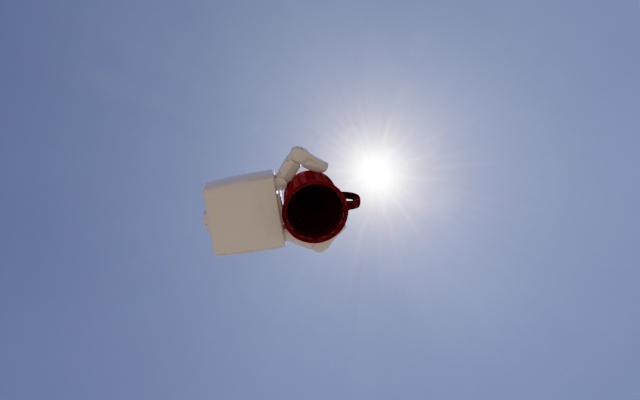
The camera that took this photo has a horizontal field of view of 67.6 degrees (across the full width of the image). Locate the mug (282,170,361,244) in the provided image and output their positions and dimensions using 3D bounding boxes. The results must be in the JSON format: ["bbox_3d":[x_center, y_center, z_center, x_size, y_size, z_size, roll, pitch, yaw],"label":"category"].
[{"bbox_3d":[0.002,0.002,0.696,0.117,0.093,0.081,-8,20,-4],"label":"mug"}]
